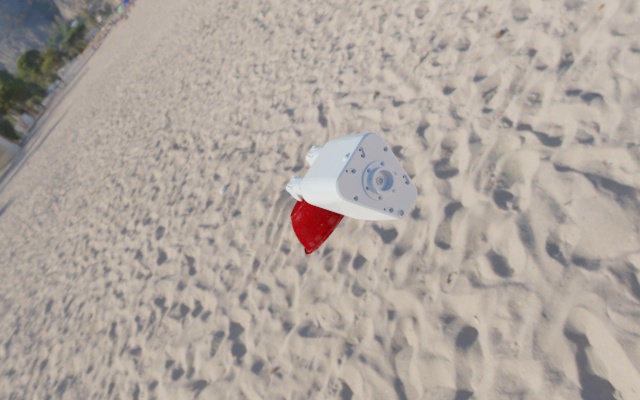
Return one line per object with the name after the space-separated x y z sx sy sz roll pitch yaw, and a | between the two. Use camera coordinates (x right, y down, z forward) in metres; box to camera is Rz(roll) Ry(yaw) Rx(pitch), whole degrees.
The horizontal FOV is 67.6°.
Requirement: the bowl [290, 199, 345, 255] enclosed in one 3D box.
-0.001 0.003 0.749 0.055 0.162 0.162 33 -6 -9 | bowl
